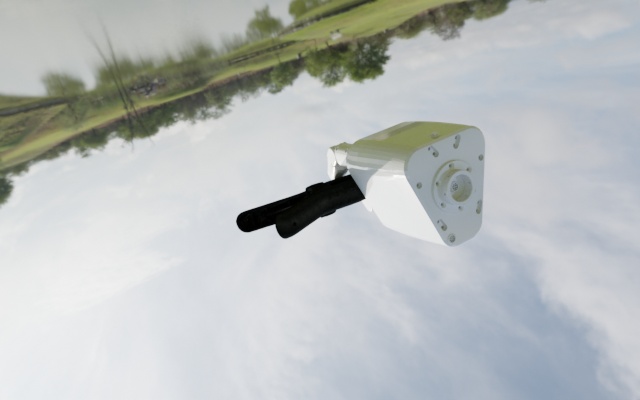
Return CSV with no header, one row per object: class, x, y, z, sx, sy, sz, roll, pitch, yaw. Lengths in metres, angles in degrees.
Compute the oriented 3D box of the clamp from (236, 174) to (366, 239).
clamp,0.000,0.002,0.519,0.171,0.039,0.120,-23,17,-19
